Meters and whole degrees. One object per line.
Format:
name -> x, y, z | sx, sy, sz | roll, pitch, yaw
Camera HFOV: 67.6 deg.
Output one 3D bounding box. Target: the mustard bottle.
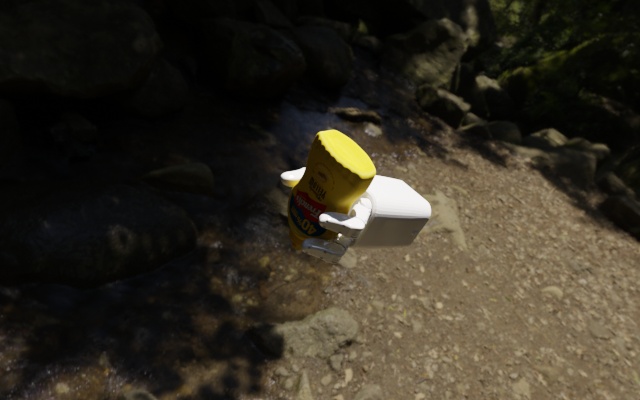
mustard bottle -> 0.000, 0.002, 0.675 | 0.058, 0.192, 0.096 | -18, 56, -44
